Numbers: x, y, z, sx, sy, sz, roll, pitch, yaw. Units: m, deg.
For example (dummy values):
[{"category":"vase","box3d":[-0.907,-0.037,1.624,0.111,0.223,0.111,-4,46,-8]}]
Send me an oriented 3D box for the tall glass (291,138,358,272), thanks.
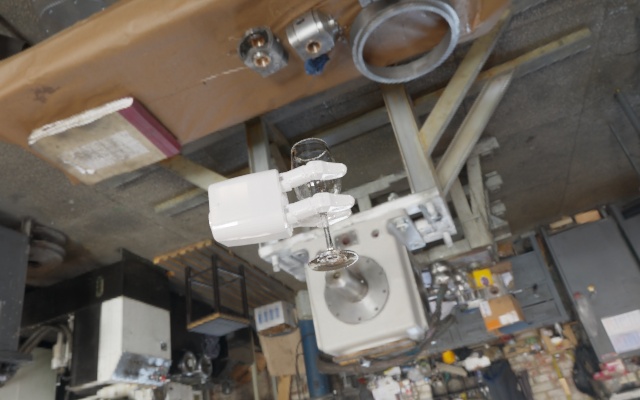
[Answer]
[{"category":"tall glass","box3d":[0.000,0.003,0.734,0.079,0.201,0.079,-9,-28,-5]}]
